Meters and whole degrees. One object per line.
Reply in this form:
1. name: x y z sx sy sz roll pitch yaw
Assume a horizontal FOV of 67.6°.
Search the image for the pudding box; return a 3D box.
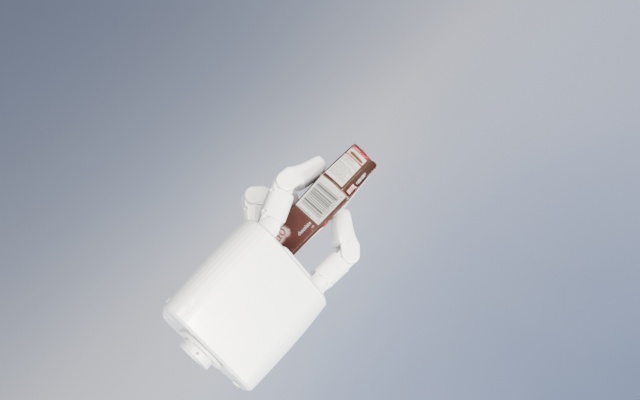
1. pudding box: 0.000 0.002 0.500 0.113 0.039 0.090 -45 2 35
